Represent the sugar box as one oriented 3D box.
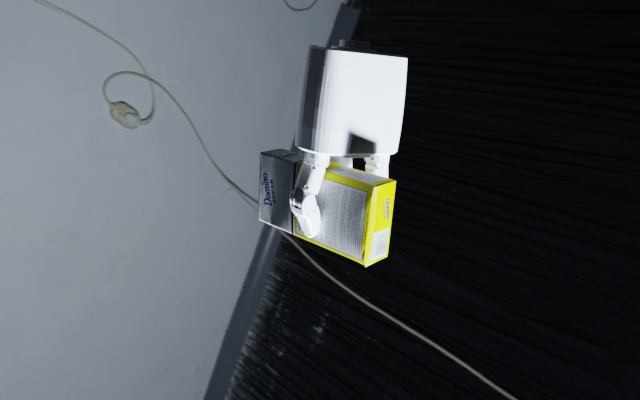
[{"bbox_3d":[0.001,0.002,0.558,0.176,0.093,0.048,22,26,40],"label":"sugar box"}]
